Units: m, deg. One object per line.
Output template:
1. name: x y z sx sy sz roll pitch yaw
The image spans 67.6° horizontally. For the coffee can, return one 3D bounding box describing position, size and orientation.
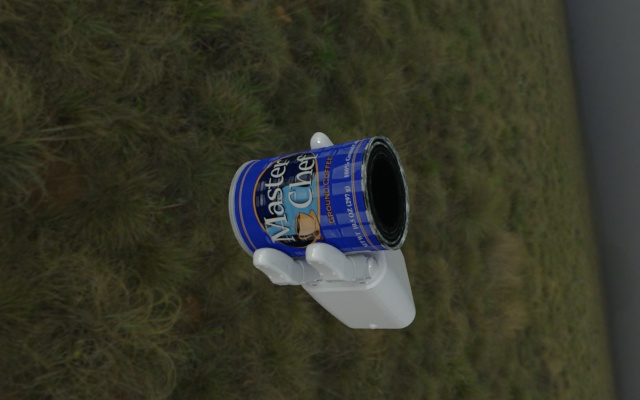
1. coffee can: 0.000 0.001 0.452 0.140 0.103 0.103 -8 -4 29
